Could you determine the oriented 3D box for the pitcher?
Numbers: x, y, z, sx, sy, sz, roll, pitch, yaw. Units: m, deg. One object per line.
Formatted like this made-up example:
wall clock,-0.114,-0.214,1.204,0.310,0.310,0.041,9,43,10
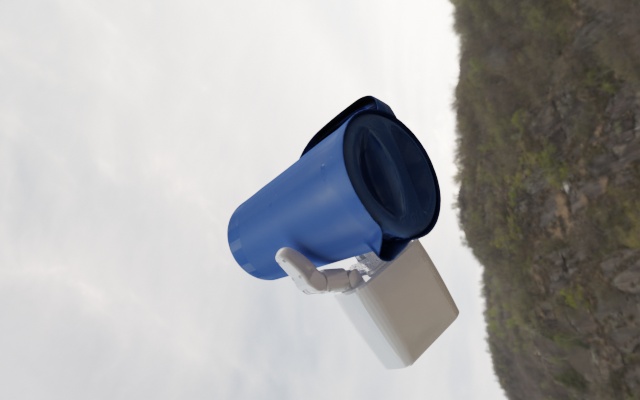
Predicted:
pitcher,0.000,0.002,0.534,0.243,0.145,0.149,-28,8,45
